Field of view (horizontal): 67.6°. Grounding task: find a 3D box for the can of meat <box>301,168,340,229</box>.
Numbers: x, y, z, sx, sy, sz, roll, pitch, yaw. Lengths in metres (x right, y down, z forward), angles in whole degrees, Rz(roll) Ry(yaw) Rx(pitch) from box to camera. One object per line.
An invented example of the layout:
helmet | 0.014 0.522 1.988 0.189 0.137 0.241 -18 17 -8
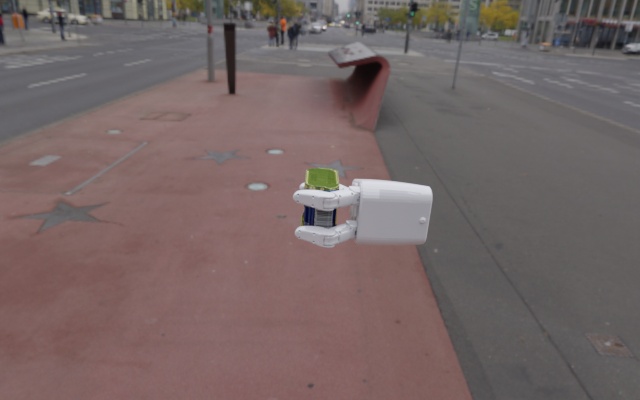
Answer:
can of meat | 0.000 0.002 0.738 0.057 0.084 0.102 3 21 -2
